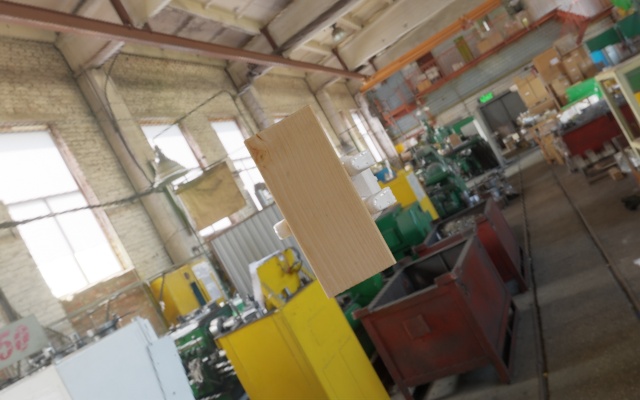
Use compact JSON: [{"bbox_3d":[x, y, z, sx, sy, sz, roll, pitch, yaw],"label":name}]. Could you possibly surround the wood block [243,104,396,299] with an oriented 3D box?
[{"bbox_3d":[0.000,0.002,0.585,0.091,0.206,0.090,-29,-1,2],"label":"wood block"}]
